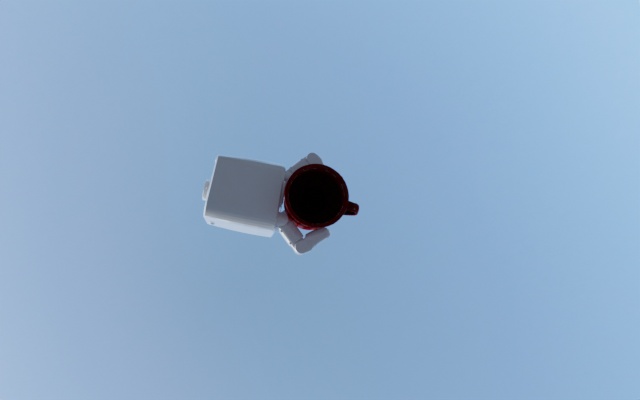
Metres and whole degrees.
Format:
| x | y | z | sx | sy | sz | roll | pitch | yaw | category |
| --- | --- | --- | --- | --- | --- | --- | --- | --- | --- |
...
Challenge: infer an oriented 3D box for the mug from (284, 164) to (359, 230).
| x | y | z | sx | sy | sz | roll | pitch | yaw | category |
| --- | --- | --- | --- | --- | --- | --- | --- | --- | --- |
| 0.001 | 0.003 | 0.714 | 0.117 | 0.093 | 0.081 | 11 | -12 | -7 | mug |
